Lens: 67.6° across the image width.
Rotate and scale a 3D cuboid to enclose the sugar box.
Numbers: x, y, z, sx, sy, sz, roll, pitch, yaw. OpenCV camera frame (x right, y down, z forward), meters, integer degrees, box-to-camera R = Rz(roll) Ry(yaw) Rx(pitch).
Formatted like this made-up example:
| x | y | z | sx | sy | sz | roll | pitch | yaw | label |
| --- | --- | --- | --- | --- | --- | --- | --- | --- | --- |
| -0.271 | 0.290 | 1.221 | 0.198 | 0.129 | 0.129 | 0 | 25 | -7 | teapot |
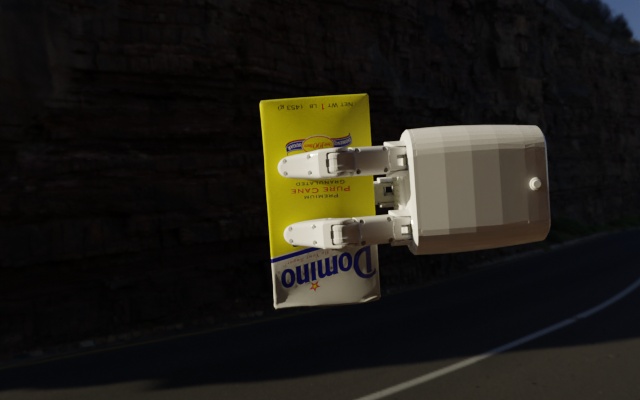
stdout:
| x | y | z | sx | sy | sz | roll | pitch | yaw | label |
| --- | --- | --- | --- | --- | --- | --- | --- | --- | --- |
| 0.000 | 0.001 | 0.415 | 0.093 | 0.176 | 0.048 | -5 | 1 | -1 | sugar box |
